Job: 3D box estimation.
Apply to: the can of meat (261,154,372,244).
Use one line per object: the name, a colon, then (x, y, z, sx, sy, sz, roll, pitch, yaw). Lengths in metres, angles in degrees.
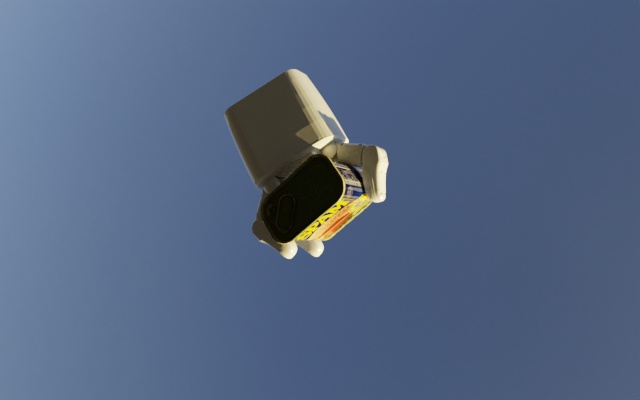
can of meat: (0.000, 0.002, 0.521, 0.102, 0.057, 0.084, -41, -22, 21)
